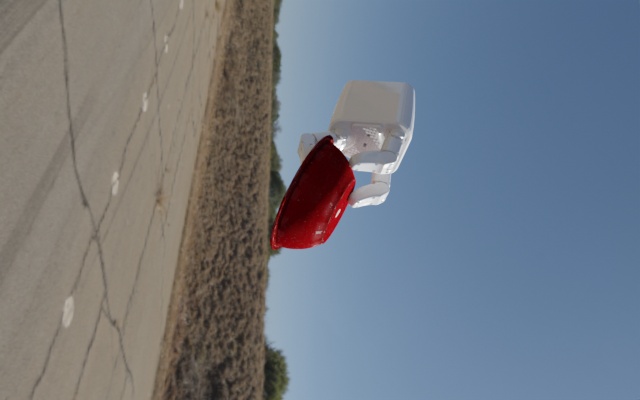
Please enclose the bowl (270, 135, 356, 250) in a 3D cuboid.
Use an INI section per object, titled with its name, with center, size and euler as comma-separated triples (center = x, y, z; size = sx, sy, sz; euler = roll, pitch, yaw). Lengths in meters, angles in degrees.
[bowl]
center = 0.000, 0.003, 0.602
size = 0.055, 0.162, 0.162
euler = 27, 5, 10
